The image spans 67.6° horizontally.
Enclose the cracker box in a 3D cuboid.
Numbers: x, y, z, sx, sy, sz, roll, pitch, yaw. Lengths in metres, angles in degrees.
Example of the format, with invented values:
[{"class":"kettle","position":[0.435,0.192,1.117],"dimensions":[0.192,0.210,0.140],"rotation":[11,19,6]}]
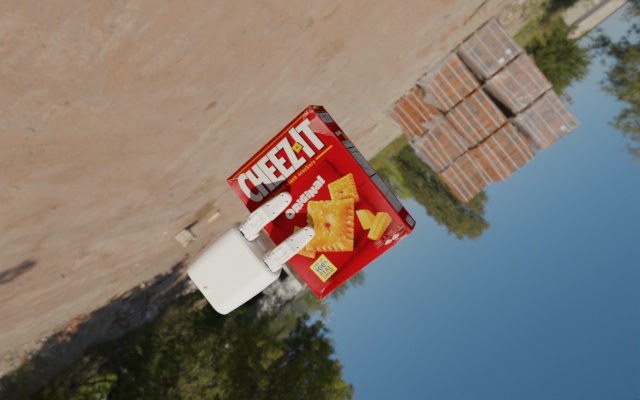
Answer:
[{"class":"cracker box","position":[0.000,0.002,0.659],"dimensions":[0.164,0.213,0.072],"rotation":[-39,-2,17]}]
